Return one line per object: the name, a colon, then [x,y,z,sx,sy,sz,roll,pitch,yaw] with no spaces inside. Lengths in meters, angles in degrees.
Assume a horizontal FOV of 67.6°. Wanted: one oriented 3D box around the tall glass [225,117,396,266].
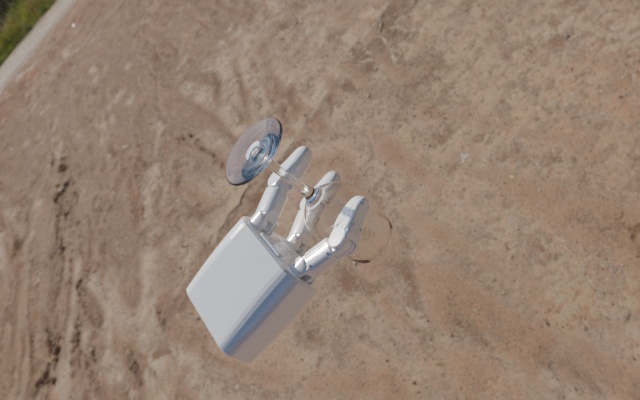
tall glass: [0.000,0.001,0.500,0.079,0.079,0.201,0,-28,47]
